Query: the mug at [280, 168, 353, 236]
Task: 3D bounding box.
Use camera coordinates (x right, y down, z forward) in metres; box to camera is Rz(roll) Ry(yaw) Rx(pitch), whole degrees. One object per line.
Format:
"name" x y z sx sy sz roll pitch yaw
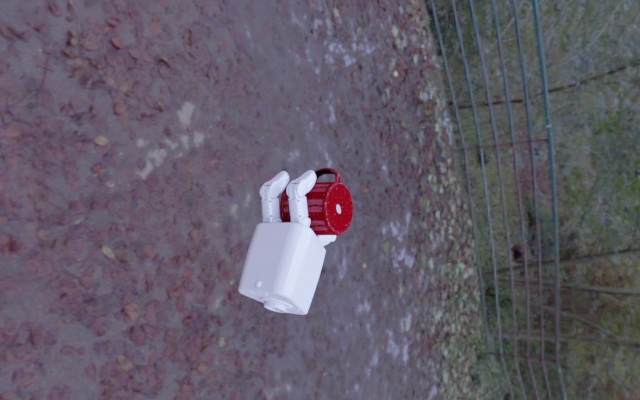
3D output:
"mug" 0.001 0.001 0.743 0.081 0.117 0.093 -2 -29 35
